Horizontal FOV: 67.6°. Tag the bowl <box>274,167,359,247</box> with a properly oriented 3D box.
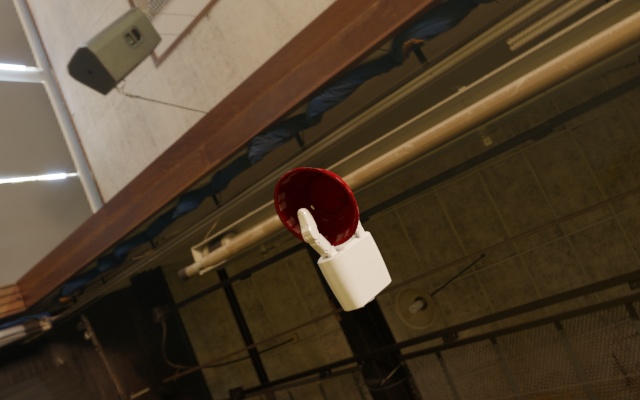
[{"bbox_3d":[0.000,0.001,0.851,0.162,0.162,0.055,0,30,26],"label":"bowl"}]
